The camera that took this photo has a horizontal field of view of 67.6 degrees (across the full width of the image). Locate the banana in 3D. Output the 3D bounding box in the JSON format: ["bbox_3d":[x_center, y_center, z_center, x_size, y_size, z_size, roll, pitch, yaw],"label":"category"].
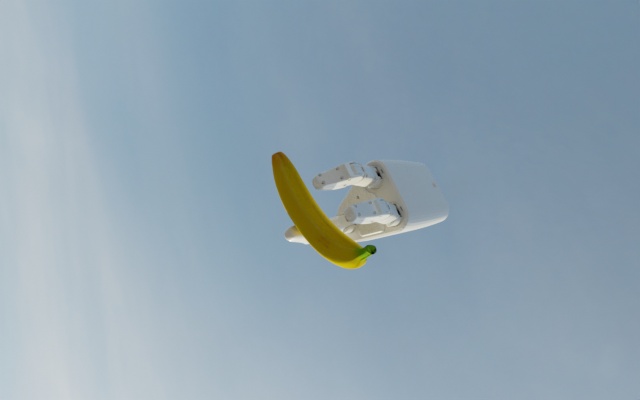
[{"bbox_3d":[-0.003,0.019,0.560,0.037,0.070,0.197,-11,42,-39],"label":"banana"}]
